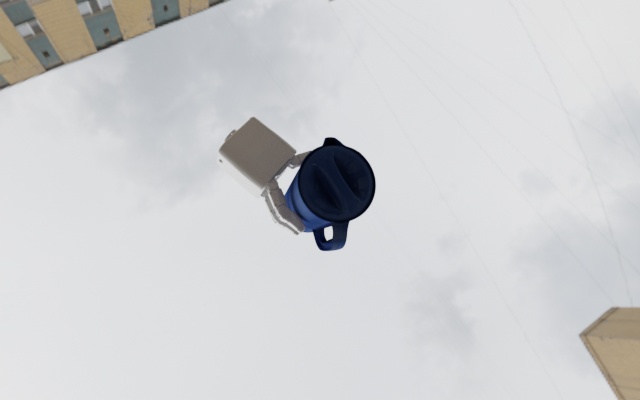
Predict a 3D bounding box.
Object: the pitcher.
[{"bbox_3d":[0.000,0.003,0.881,0.145,0.149,0.243,40,-18,-3],"label":"pitcher"}]
